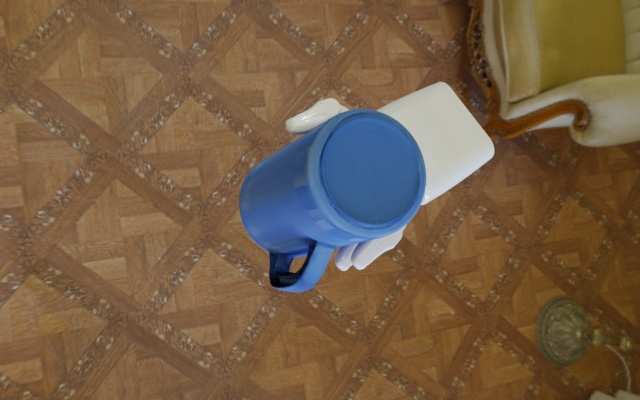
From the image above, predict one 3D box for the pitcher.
[{"bbox_3d":[0.000,0.001,0.491,0.145,0.149,0.243,-30,3,-20],"label":"pitcher"}]
